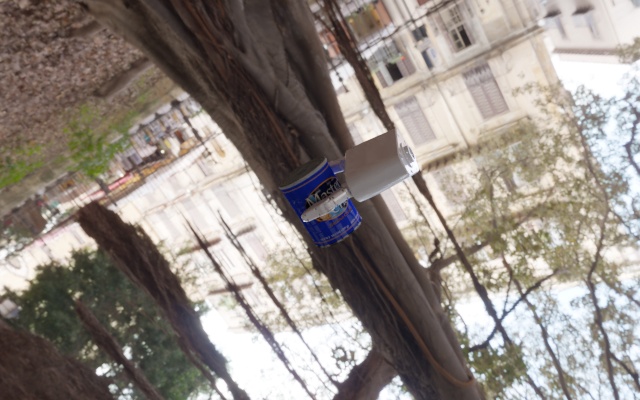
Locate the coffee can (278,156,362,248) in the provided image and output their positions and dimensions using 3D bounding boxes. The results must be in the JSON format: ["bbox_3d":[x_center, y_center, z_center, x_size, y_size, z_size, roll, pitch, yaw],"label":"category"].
[{"bbox_3d":[0.000,0.003,0.900,0.103,0.140,0.102,-29,16,9],"label":"coffee can"}]
